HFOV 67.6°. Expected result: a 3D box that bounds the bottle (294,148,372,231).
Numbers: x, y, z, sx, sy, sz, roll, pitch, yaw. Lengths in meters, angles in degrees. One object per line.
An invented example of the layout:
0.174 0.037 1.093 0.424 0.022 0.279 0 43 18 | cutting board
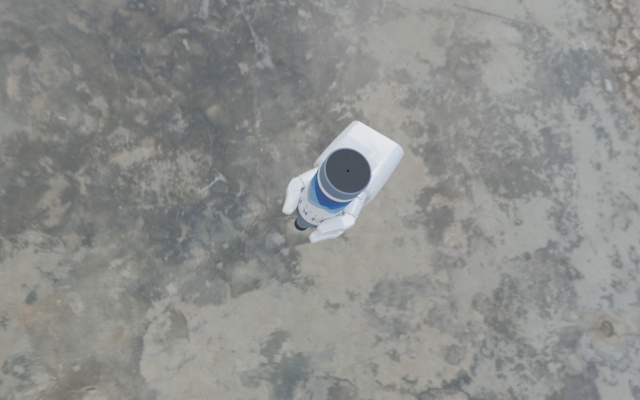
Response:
0.000 0.002 0.763 0.069 0.069 0.296 0 -16 -15 | bottle
